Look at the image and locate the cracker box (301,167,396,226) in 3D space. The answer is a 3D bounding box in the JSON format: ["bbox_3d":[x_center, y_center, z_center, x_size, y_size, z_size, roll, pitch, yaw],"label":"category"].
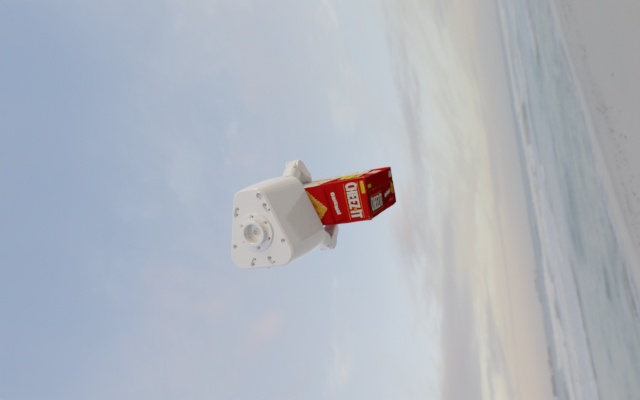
[{"bbox_3d":[0.000,0.002,0.777,0.214,0.072,0.164,-9,6,23],"label":"cracker box"}]
